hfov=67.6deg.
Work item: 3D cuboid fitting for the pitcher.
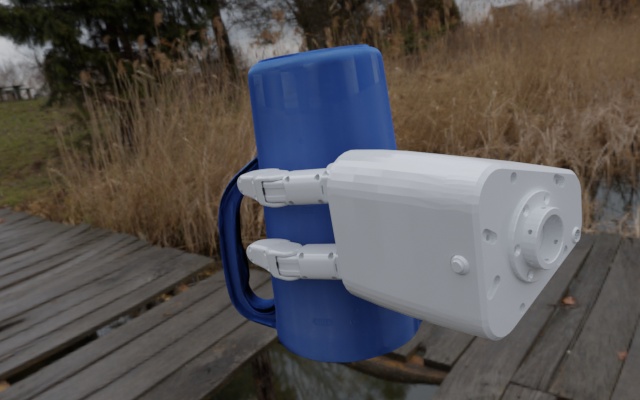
[{"bbox_3d":[0.000,0.001,0.409,0.149,0.243,0.145,-18,17,-34],"label":"pitcher"}]
